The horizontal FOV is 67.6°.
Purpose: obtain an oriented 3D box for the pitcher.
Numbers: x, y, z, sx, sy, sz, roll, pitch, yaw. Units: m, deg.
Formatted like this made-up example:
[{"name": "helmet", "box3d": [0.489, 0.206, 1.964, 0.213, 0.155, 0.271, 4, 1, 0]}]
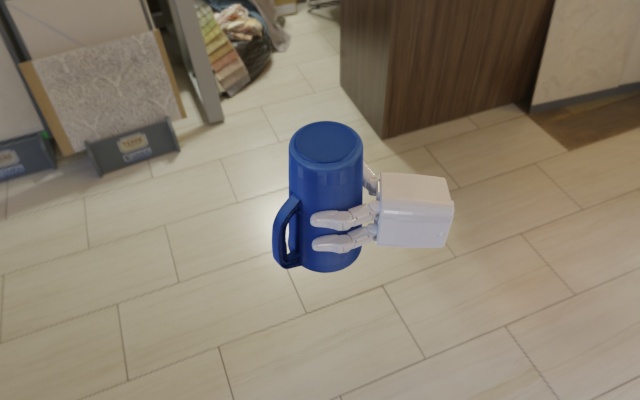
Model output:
[{"name": "pitcher", "box3d": [0.000, 0.002, 0.762, 0.145, 0.149, 0.243, 4, -42, 4]}]
